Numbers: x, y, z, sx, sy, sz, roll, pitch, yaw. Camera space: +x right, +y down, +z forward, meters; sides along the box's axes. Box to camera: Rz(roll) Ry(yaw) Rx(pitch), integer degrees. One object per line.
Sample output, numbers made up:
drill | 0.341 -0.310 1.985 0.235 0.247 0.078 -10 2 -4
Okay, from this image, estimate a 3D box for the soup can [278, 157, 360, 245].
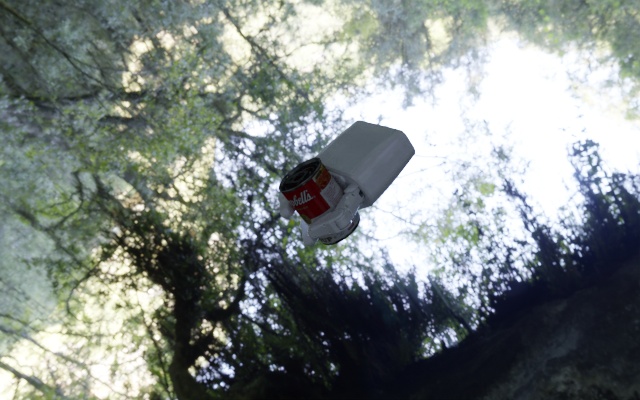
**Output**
soup can | 0.000 0.003 0.645 0.068 0.102 0.068 -30 24 15
